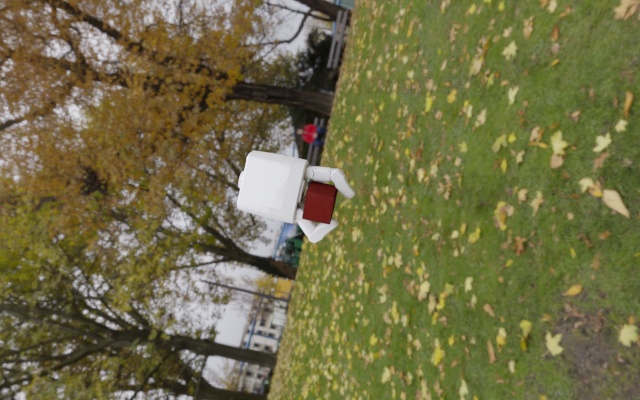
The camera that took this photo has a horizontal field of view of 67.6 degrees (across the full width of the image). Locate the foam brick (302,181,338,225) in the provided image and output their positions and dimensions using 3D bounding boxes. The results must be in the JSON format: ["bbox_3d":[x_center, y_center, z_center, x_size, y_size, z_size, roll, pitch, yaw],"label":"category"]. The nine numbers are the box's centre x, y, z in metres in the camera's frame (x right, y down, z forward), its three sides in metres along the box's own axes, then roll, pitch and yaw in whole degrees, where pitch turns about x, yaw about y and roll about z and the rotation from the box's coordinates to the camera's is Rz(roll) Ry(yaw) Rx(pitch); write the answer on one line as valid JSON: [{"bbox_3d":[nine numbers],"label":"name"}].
[{"bbox_3d":[0.000,0.003,0.843,0.051,0.053,0.078,12,16,2],"label":"foam brick"}]
